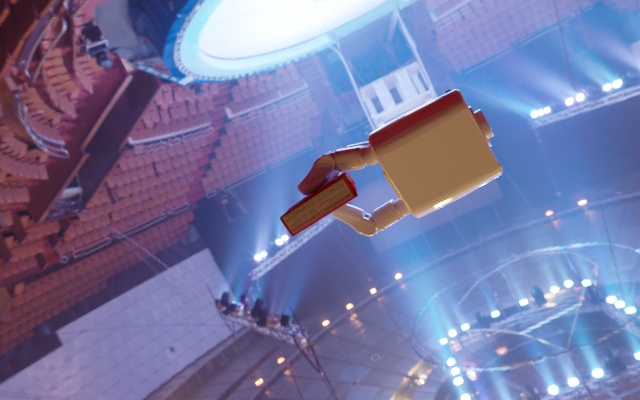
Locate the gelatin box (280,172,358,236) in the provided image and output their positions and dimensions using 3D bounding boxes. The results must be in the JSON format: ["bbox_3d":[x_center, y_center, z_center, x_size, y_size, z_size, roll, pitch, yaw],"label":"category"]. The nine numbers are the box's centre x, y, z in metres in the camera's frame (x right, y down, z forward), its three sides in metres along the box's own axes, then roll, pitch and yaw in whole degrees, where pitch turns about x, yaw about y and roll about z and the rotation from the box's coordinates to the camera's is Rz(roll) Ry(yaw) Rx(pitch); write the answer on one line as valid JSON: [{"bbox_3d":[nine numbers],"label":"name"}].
[{"bbox_3d":[0.000,0.002,0.559,0.089,0.030,0.073,-33,4,7],"label":"gelatin box"}]
